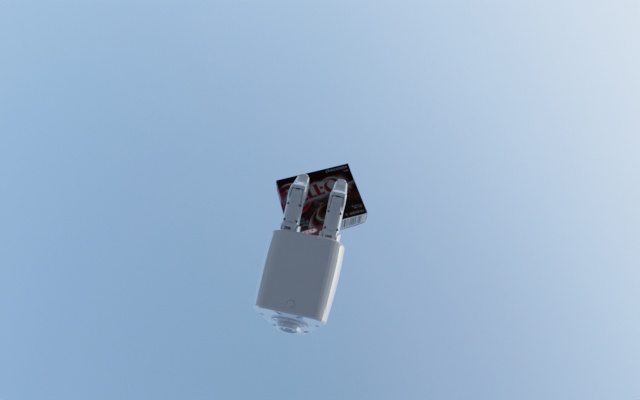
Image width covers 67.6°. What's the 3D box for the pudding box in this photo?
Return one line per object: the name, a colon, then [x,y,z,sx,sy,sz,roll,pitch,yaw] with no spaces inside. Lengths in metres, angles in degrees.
pudding box: [0.000,0.002,0.688,0.113,0.090,0.039,-13,-30,-10]
